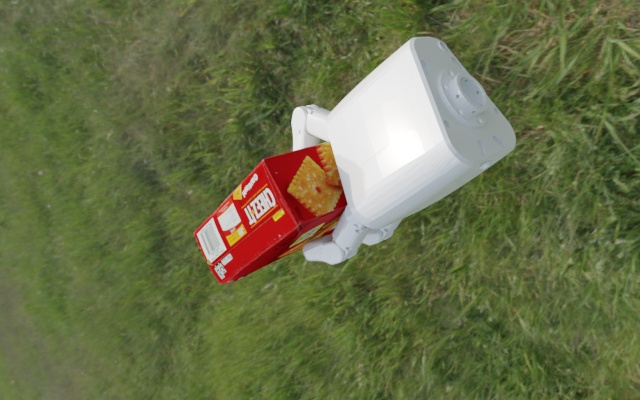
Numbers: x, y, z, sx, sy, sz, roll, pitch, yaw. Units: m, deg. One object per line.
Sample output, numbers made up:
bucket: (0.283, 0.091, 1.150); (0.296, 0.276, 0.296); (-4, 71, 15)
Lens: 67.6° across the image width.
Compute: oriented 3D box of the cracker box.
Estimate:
cracker box: (0.000, 0.002, 0.497); (0.213, 0.072, 0.164); (-19, -13, -42)
